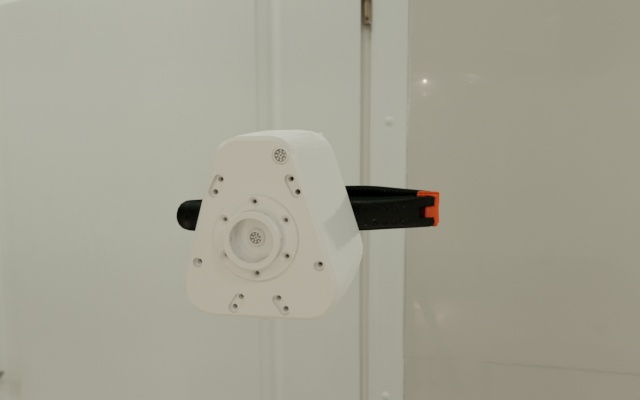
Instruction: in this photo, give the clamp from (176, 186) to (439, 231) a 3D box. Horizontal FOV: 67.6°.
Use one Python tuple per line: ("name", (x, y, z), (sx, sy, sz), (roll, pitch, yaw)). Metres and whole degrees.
("clamp", (0.001, 0.001, 0.439), (0.210, 0.036, 0.164), (1, 11, 10))
